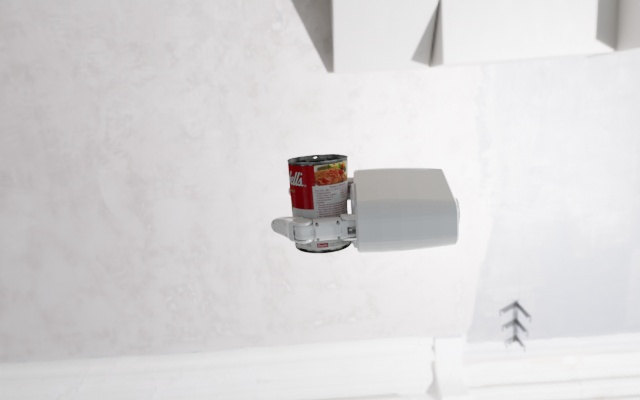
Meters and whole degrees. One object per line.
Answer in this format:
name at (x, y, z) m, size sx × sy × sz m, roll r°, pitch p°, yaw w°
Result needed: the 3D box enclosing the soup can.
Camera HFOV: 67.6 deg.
soup can at (0.000, 0.002, 0.542) m, size 0.068 × 0.102 × 0.068 m, roll -4°, pitch 12°, yaw 1°
